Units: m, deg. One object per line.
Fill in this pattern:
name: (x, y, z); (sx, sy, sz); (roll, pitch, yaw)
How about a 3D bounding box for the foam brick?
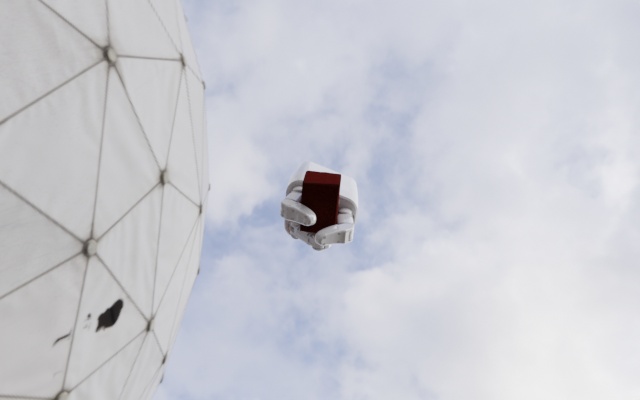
foam brick: (0.000, 0.002, 0.682); (0.053, 0.078, 0.051); (6, 24, 3)
